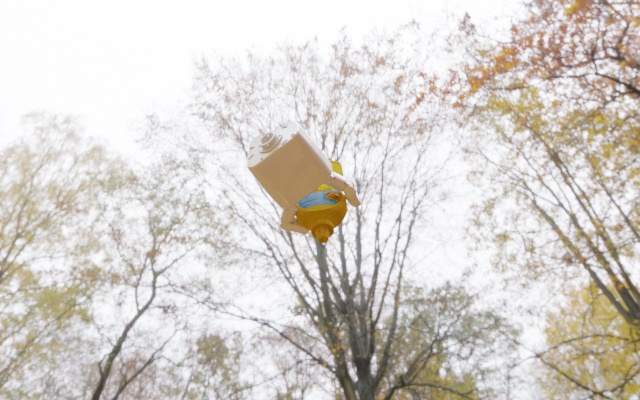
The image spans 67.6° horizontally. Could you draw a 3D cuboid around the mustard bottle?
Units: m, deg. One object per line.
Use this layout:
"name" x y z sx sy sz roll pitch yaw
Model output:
"mustard bottle" 0.000 0.003 0.881 0.096 0.058 0.191 -7 42 3
